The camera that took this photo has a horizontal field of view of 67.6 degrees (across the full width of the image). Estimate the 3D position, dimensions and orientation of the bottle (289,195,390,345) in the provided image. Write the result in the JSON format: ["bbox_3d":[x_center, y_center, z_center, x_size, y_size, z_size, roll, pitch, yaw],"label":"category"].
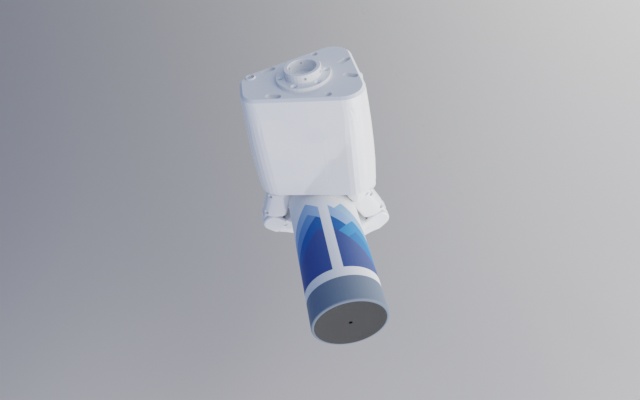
[{"bbox_3d":[0.000,0.002,0.497,0.069,0.069,0.295,0,43,-13],"label":"bottle"}]
